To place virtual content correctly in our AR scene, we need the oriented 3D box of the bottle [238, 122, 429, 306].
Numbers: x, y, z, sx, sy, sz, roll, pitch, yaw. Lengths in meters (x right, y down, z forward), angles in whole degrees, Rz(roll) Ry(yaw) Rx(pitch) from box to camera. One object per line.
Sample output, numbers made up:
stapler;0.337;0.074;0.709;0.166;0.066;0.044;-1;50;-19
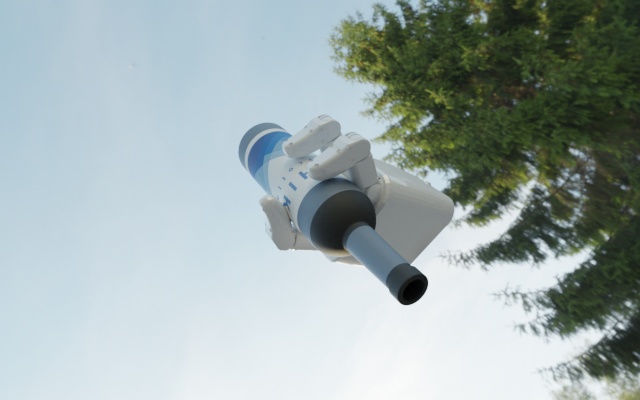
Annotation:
bottle;0.000;0.001;0.457;0.069;0.069;0.295;0;25;-30
